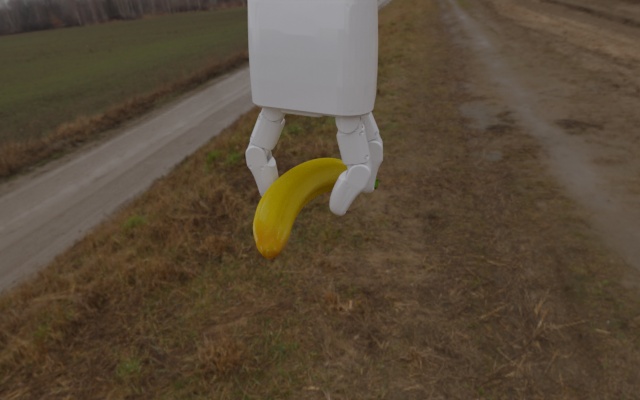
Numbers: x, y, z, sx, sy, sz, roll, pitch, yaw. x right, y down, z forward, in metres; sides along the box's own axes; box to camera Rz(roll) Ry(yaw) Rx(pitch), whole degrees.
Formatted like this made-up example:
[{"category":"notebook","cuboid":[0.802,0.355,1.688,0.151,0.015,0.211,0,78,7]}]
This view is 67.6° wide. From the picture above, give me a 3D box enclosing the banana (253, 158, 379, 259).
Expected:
[{"category":"banana","cuboid":[-0.014,-0.006,0.470,0.069,0.037,0.197,22,32,27]}]
